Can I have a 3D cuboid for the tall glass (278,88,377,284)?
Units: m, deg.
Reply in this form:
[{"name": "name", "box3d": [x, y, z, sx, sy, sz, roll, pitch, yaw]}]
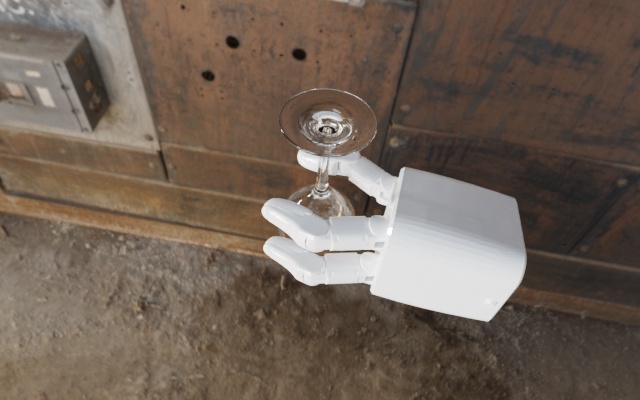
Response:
[{"name": "tall glass", "box3d": [0.000, 0.001, 0.435, 0.079, 0.079, 0.201, 0, -38, -5]}]
